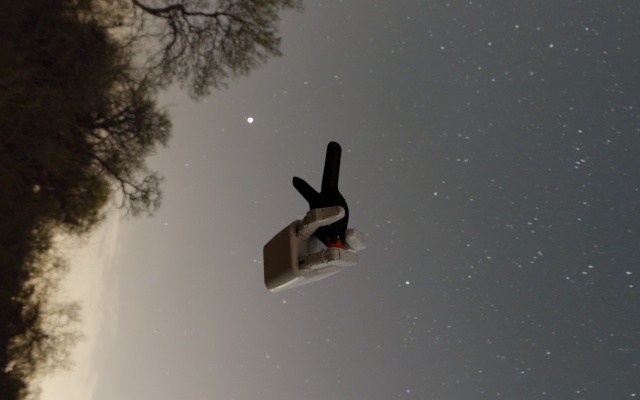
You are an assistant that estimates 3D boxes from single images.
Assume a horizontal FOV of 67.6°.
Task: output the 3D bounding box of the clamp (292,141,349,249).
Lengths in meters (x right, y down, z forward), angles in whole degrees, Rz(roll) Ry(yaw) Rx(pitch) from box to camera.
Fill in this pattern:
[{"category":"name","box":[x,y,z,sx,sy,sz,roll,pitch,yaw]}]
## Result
[{"category":"clamp","box":[0.001,0.003,0.770,0.039,0.171,0.120,10,-28,-31]}]
